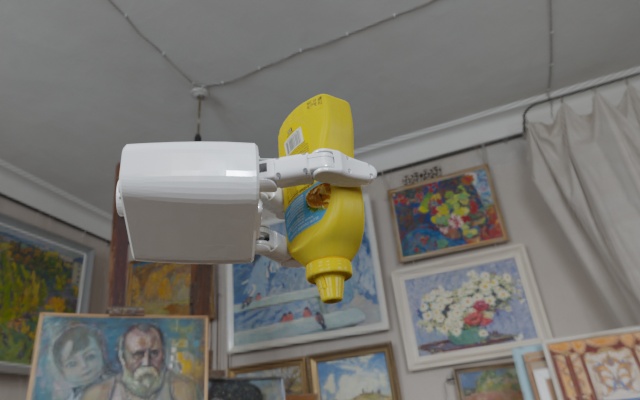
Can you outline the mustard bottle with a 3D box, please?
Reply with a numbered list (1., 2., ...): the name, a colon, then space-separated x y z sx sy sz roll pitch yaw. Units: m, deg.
1. mustard bottle: 0.000 0.001 0.451 0.058 0.191 0.096 13 -33 -32
